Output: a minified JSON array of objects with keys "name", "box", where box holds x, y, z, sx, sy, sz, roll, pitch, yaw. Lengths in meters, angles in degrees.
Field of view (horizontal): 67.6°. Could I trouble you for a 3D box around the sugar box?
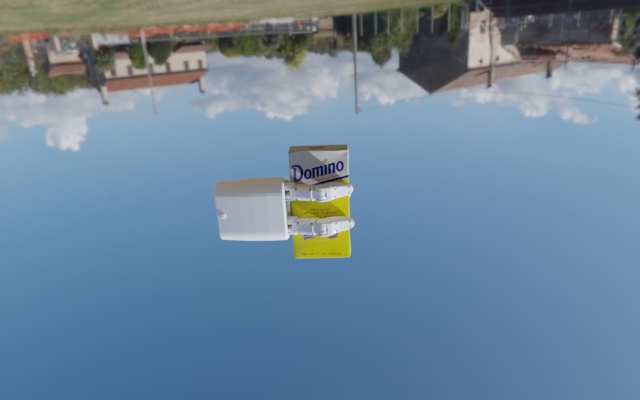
[{"name":"sugar box","box":[0.000,0.003,0.752,0.093,0.176,0.048,-2,19,2]}]
